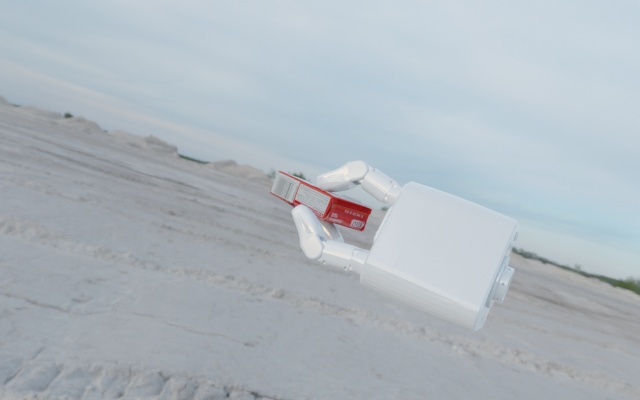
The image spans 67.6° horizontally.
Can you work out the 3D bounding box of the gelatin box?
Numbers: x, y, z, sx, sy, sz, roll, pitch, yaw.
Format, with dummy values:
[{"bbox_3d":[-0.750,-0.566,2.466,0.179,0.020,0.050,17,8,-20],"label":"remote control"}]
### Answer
[{"bbox_3d":[0.000,0.001,0.524,0.089,0.030,0.073,26,5,39],"label":"gelatin box"}]
